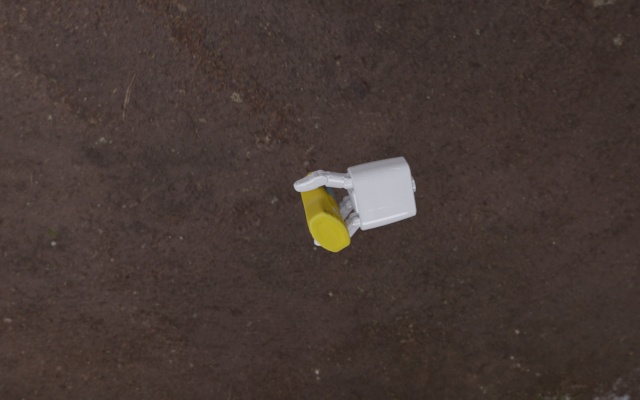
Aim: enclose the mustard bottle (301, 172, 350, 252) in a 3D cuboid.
[{"bbox_3d":[0.000,0.003,0.888,0.058,0.096,0.191,-34,35,12],"label":"mustard bottle"}]
